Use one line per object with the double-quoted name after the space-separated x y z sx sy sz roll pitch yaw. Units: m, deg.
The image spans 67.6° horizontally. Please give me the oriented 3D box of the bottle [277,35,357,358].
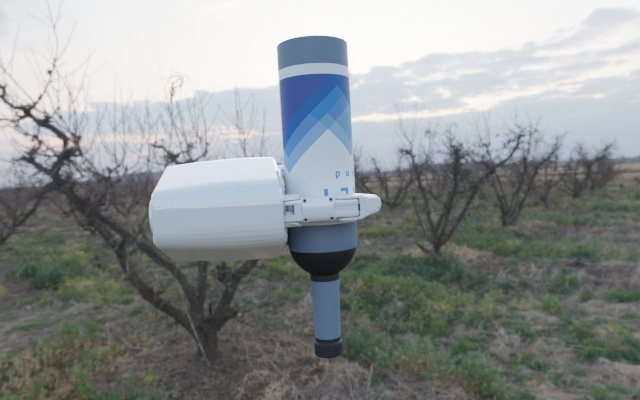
0.000 0.001 0.455 0.069 0.296 0.069 -3 3 0 "bottle"
